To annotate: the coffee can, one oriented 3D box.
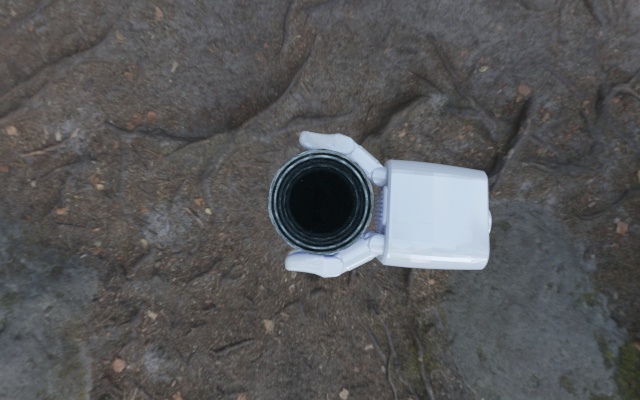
[{"bbox_3d":[0.000,0.002,0.526,0.103,0.103,0.140,0,0,0],"label":"coffee can"}]
